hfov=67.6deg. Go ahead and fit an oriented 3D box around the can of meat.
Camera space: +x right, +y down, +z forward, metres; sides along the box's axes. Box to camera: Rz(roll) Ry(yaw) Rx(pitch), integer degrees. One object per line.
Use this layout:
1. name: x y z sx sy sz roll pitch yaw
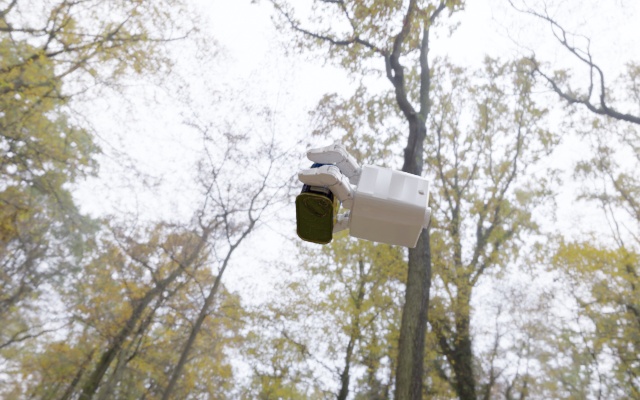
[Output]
1. can of meat: 0.000 0.002 0.737 0.057 0.102 0.084 9 44 10
